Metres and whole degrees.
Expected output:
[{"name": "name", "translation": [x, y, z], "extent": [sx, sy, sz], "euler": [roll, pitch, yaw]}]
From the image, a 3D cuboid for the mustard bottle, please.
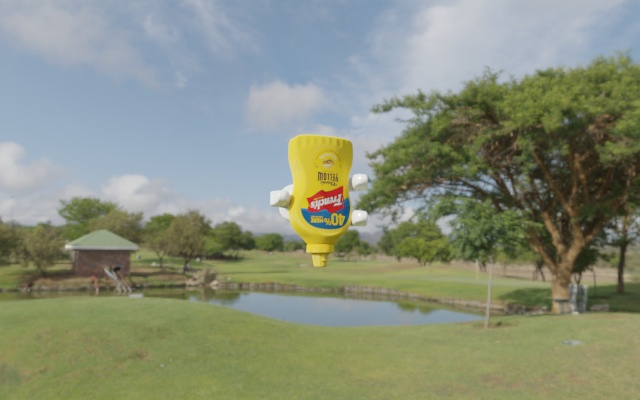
[{"name": "mustard bottle", "translation": [0.000, 0.002, 0.710], "extent": [0.096, 0.191, 0.058], "euler": [3, -6, -26]}]
